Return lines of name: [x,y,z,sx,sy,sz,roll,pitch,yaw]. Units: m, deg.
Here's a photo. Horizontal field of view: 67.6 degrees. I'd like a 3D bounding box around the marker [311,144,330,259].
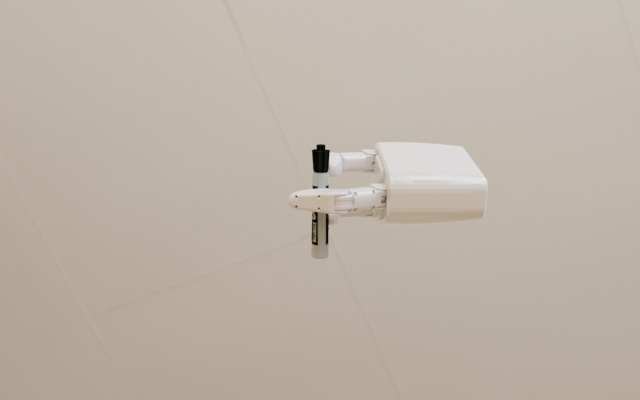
marker: [0.000,0.002,0.501,0.020,0.121,0.020,1,14,0]
